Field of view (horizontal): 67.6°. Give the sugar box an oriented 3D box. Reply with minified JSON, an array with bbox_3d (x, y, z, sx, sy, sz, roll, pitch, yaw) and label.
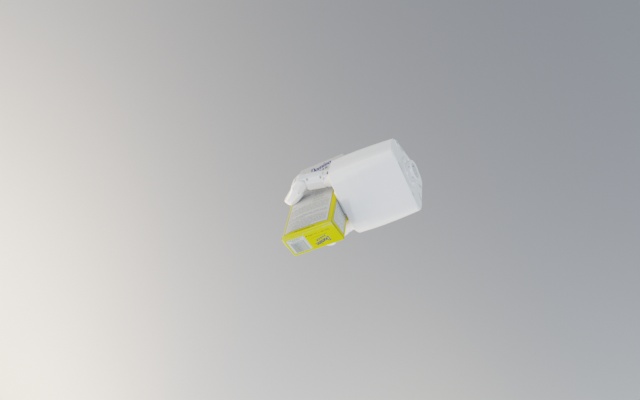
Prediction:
[{"bbox_3d":[0.001,0.003,0.772,0.093,0.048,0.176,-20,31,26],"label":"sugar box"}]
